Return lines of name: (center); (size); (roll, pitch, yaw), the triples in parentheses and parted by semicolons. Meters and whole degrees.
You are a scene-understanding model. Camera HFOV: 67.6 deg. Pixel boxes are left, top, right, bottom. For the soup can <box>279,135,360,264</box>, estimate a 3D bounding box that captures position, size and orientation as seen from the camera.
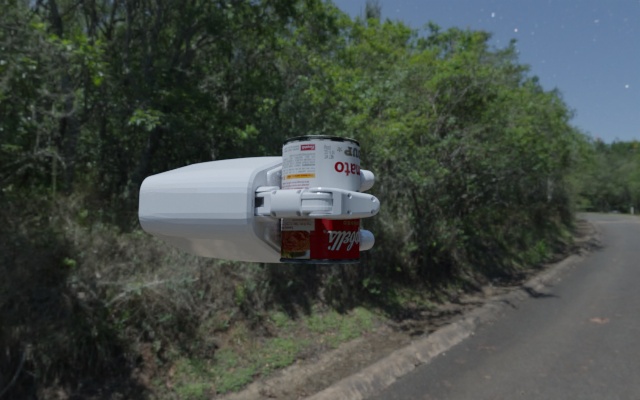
soup can: (0.001, 0.001, 0.406); (0.068, 0.102, 0.068); (1, -4, 0)
